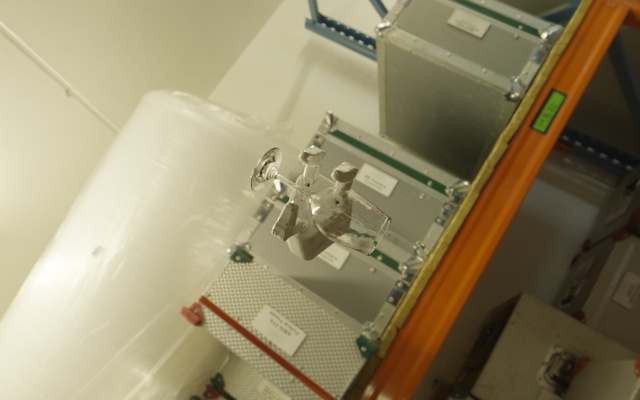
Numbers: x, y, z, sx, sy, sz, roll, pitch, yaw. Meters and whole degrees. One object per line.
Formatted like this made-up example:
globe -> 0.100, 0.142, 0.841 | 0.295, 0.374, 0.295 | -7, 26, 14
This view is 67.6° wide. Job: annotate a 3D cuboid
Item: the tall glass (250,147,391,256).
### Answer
tall glass -> -0.001, 0.002, 0.688 | 0.201, 0.079, 0.079 | 31, 9, 17
